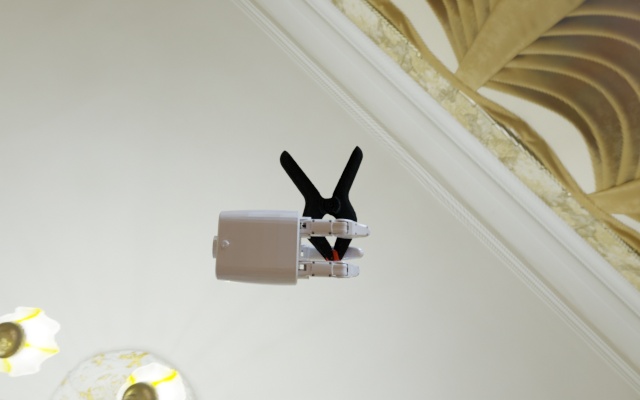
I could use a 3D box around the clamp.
[{"bbox_3d":[0.000,0.002,0.671,0.120,0.171,0.039,3,-12,-5],"label":"clamp"}]
